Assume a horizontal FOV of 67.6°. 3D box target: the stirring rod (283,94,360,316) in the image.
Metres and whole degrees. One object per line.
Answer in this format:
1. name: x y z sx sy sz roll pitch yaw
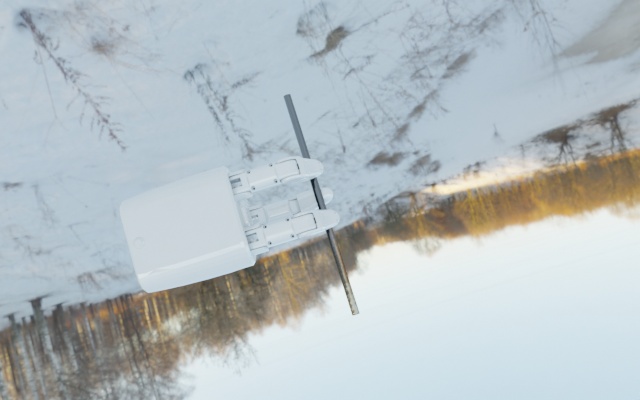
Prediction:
1. stirring rod: 0.000 0.002 0.498 0.011 0.239 0.011 -17 -6 -2
